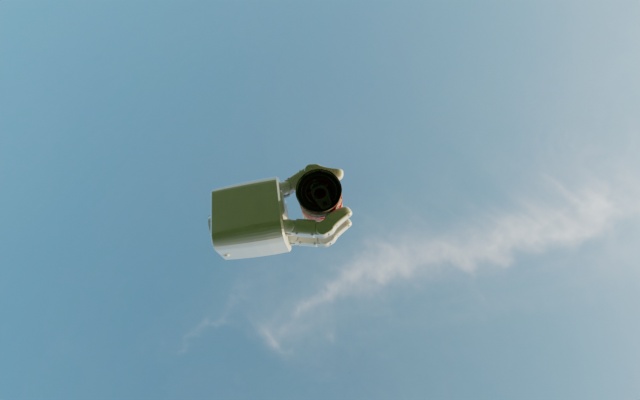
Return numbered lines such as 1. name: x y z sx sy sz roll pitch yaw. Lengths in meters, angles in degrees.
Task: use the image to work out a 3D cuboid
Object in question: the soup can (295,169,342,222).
1. soup can: 0.001 0.002 0.737 0.068 0.068 0.102 0 -20 3
